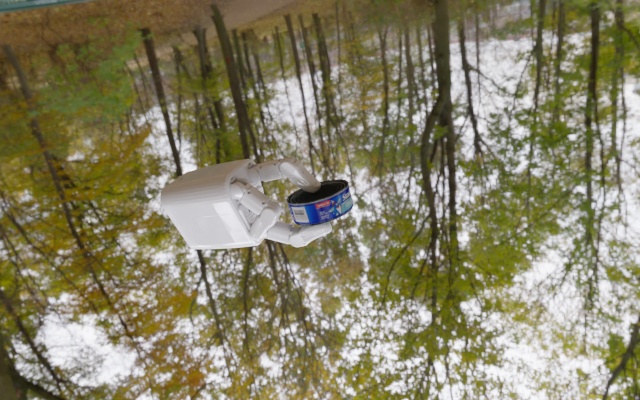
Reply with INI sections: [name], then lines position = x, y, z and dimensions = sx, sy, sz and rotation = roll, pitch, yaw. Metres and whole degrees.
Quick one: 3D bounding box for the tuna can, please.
[tuna can]
position = 0.000, 0.003, 0.638
dimensions = 0.086, 0.034, 0.086
rotation = -15, 16, 5
